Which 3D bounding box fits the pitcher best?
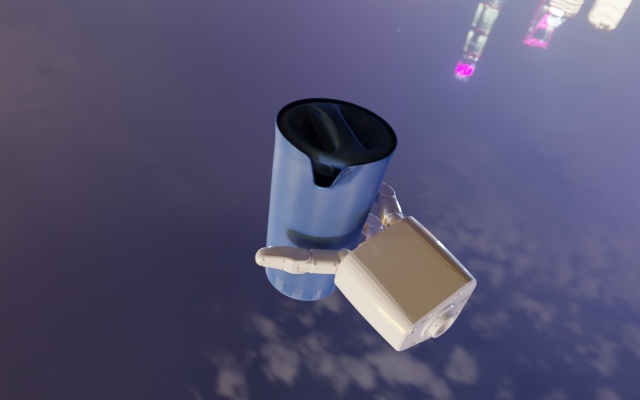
[{"bbox_3d":[0.000,0.002,0.593,0.149,0.243,0.145,-19,49,-34],"label":"pitcher"}]
